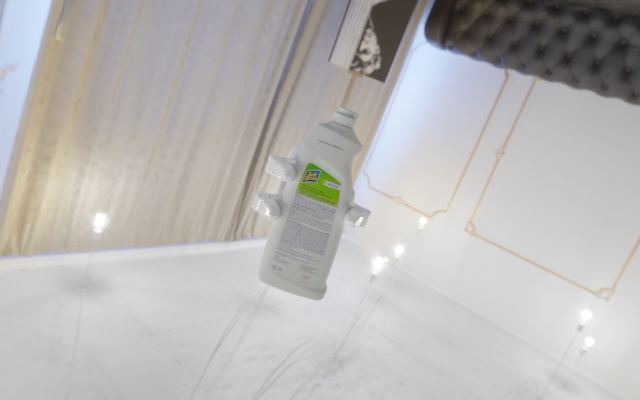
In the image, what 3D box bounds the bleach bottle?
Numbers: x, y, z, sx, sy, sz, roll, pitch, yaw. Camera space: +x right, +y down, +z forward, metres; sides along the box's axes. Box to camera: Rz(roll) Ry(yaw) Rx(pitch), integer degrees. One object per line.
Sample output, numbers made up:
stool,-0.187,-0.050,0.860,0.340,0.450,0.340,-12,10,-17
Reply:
bleach bottle,0.000,0.002,0.635,0.102,0.251,0.068,19,13,-8
